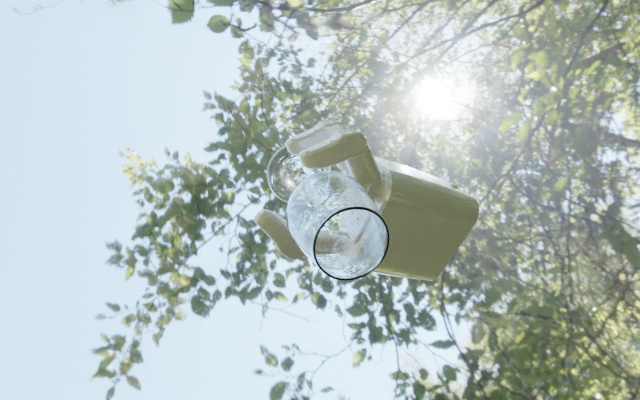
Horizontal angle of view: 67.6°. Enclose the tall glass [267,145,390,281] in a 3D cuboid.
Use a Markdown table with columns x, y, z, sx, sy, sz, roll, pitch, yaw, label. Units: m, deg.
| x | y | z | sx | sy | sz | roll | pitch | yaw | label |
| --- | --- | --- | --- | --- | --- | --- | --- | --- | --- |
| 0.000 | 0.001 | 0.454 | 0.079 | 0.079 | 0.201 | 0 | 19 | -15 | tall glass |
